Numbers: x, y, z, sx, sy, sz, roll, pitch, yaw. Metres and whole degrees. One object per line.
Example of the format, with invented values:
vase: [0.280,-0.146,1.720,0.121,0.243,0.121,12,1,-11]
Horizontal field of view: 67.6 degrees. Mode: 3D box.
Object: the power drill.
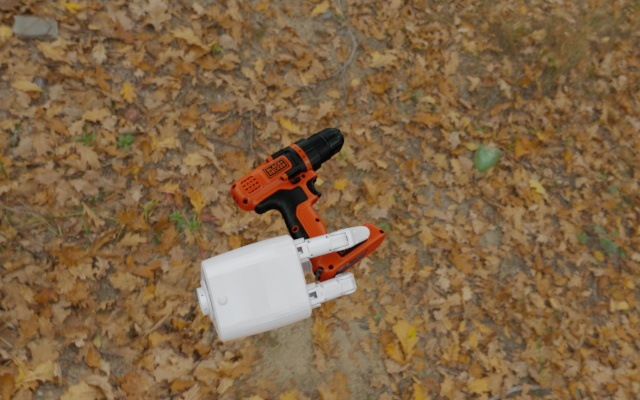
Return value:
power drill: [0.000,0.003,0.647,0.184,0.187,0.057,-35,-19,-18]
